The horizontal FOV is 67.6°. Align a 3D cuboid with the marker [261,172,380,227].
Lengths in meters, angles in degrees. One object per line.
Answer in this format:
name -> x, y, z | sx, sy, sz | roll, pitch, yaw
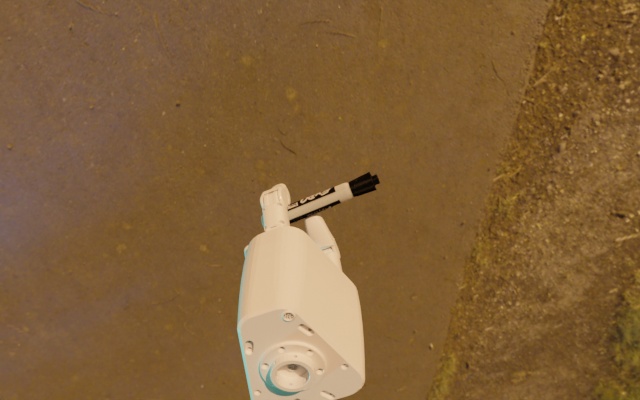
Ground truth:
marker -> 0.000, 0.002, 0.465 | 0.121, 0.020, 0.020 | -22, -4, 9
